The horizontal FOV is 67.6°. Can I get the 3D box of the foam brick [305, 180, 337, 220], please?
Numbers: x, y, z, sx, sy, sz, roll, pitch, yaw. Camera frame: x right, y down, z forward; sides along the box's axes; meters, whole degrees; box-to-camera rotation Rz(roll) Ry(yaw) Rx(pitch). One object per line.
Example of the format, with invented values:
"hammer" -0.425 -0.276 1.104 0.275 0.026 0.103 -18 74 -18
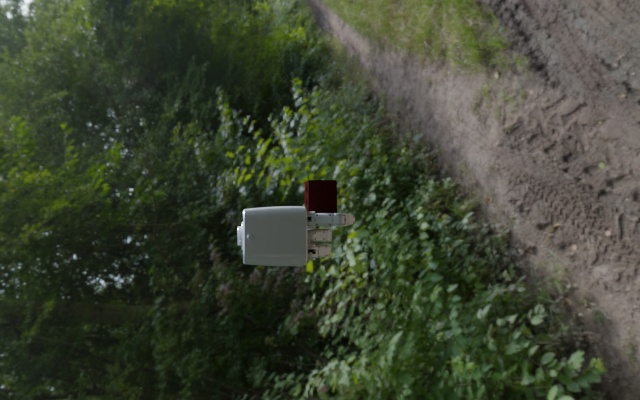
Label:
"foam brick" 0.000 0.002 0.844 0.051 0.078 0.053 0 -2 -8
